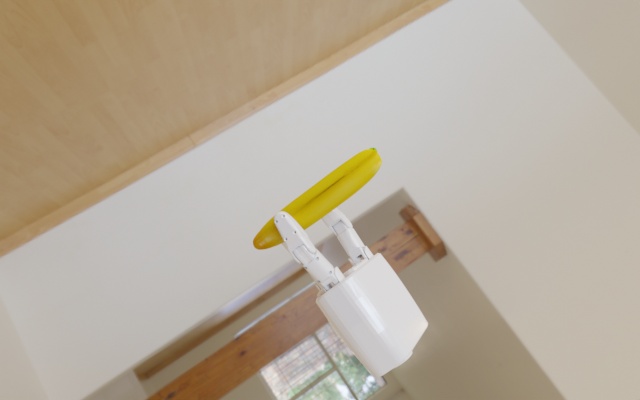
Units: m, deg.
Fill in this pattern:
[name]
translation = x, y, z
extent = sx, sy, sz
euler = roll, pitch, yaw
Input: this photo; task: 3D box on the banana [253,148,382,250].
[banana]
translation = 0.005, -0.004, 0.559
extent = 0.198, 0.037, 0.069
euler = -37, -4, -13
